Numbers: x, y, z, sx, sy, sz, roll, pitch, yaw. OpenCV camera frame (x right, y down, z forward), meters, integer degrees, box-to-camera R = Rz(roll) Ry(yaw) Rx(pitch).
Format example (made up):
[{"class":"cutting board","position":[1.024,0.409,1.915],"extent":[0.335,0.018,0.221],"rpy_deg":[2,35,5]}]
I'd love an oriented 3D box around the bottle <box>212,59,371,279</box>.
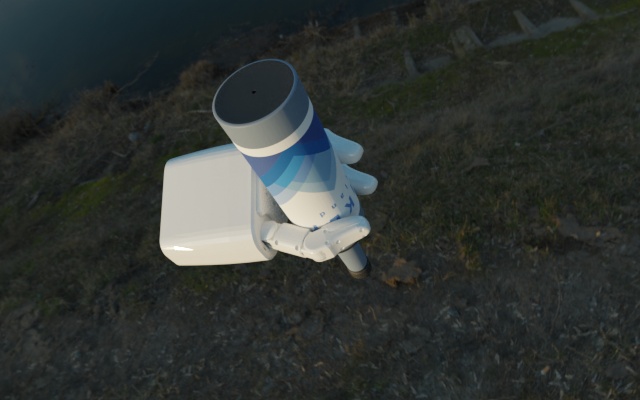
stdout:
[{"class":"bottle","position":[0.000,0.001,0.453],"extent":[0.069,0.069,0.296],"rpy_deg":[0,-33,22]}]
